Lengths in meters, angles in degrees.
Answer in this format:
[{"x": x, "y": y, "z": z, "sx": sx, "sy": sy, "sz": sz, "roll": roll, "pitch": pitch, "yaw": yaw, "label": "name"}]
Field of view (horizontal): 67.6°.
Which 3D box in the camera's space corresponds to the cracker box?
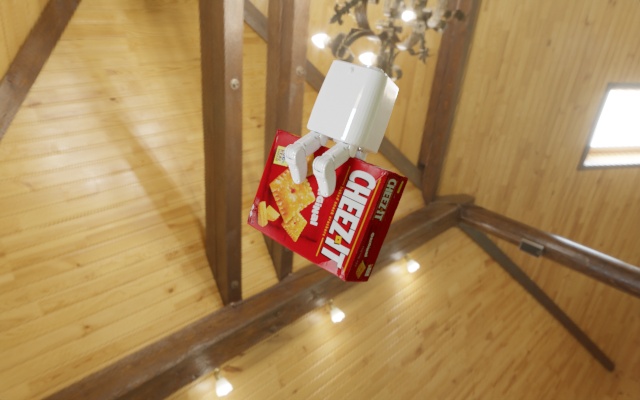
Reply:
[{"x": 0.000, "y": 0.002, "z": 0.718, "sx": 0.213, "sy": 0.164, "sz": 0.072, "roll": 26, "pitch": 10, "yaw": 36, "label": "cracker box"}]
